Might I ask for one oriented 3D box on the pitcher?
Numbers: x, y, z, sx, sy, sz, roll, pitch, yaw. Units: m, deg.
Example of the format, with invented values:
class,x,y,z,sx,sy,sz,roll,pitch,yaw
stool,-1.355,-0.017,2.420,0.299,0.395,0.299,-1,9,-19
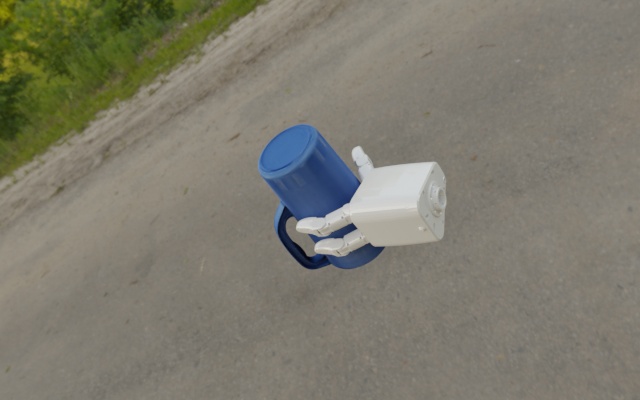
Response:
class,x,y,z,sx,sy,sz,roll,pitch,yaw
pitcher,0.000,0.002,0.775,0.145,0.149,0.243,-7,-41,35
